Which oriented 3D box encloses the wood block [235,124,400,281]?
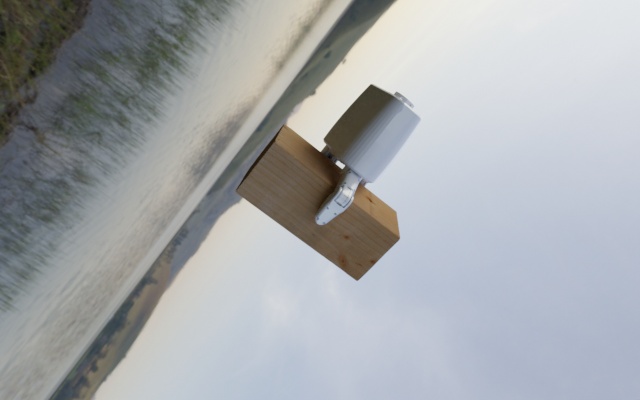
[{"bbox_3d":[0.000,0.002,0.654,0.206,0.090,0.090,37,22,-11],"label":"wood block"}]
